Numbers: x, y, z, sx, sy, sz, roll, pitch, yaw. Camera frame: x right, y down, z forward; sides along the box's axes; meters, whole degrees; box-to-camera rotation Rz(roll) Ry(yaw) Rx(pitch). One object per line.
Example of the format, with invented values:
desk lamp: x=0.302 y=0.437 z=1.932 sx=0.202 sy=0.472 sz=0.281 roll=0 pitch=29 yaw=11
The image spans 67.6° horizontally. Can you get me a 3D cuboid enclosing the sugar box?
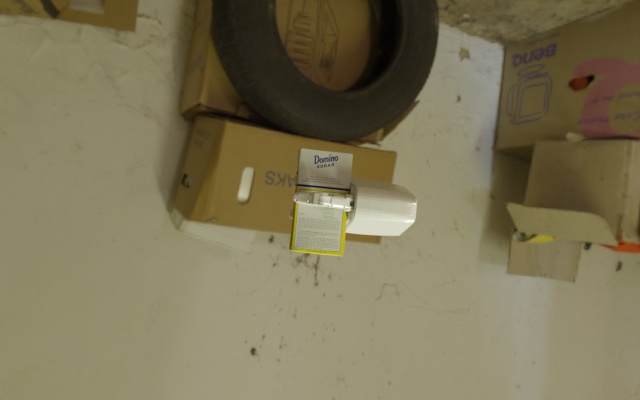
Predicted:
sugar box: x=0.000 y=0.003 z=0.820 sx=0.093 sy=0.176 sz=0.048 roll=6 pitch=-3 yaw=-7
